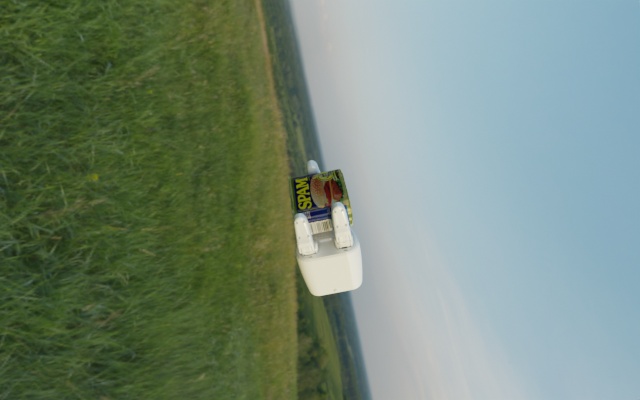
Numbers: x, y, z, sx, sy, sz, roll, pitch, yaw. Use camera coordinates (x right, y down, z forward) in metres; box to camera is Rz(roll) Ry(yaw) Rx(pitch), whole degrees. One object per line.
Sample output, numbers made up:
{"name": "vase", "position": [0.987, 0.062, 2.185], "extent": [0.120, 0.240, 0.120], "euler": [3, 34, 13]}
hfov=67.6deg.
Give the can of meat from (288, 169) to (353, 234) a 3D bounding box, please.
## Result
{"name": "can of meat", "position": [0.000, 0.002, 0.718], "extent": [0.084, 0.057, 0.102], "euler": [-11, 43, 1]}
